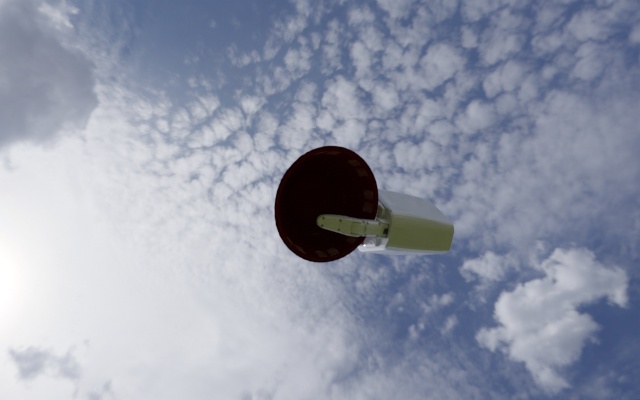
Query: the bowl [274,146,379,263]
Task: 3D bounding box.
[{"bbox_3d":[-0.001,0.002,0.667,0.162,0.162,0.055,0,10,-29],"label":"bowl"}]
